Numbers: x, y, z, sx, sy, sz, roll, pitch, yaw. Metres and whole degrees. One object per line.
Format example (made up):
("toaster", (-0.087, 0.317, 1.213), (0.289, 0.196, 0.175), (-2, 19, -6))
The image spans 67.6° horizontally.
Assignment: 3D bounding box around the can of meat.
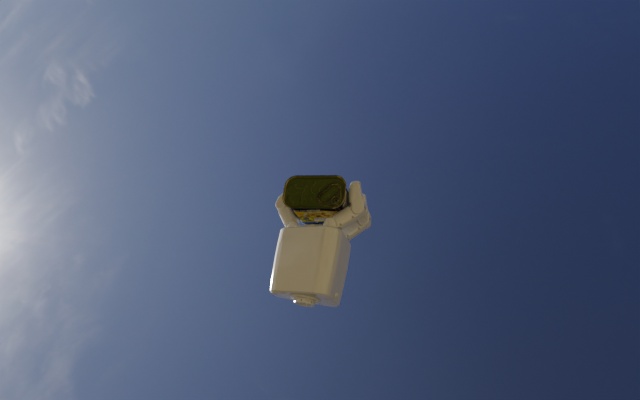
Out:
("can of meat", (0.000, 0.003, 0.781), (0.102, 0.057, 0.084), (0, -24, 17))
